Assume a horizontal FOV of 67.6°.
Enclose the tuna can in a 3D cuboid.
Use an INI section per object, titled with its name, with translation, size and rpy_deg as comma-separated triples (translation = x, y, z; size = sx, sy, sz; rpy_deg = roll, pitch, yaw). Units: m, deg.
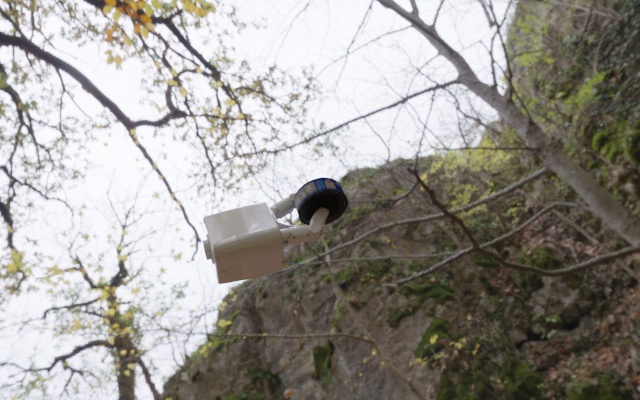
[tuna can]
translation = 0.000, 0.002, 0.793
size = 0.086, 0.033, 0.086
rpy_deg = -13, -41, -11
